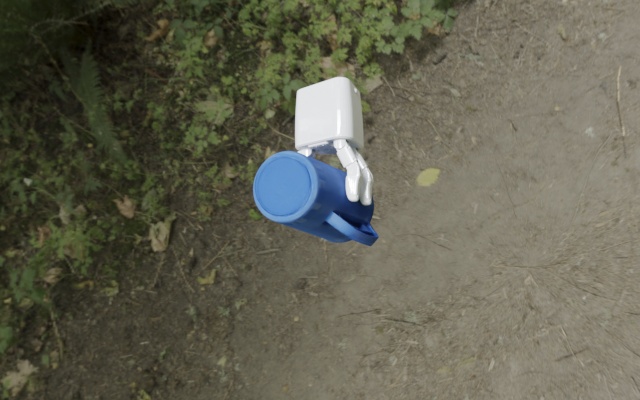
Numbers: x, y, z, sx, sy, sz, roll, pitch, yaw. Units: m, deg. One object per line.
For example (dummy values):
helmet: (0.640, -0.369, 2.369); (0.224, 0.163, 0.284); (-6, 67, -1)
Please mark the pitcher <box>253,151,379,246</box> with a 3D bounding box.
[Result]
pitcher: (0.000, 0.002, 0.796); (0.149, 0.145, 0.243); (-5, -10, 23)
